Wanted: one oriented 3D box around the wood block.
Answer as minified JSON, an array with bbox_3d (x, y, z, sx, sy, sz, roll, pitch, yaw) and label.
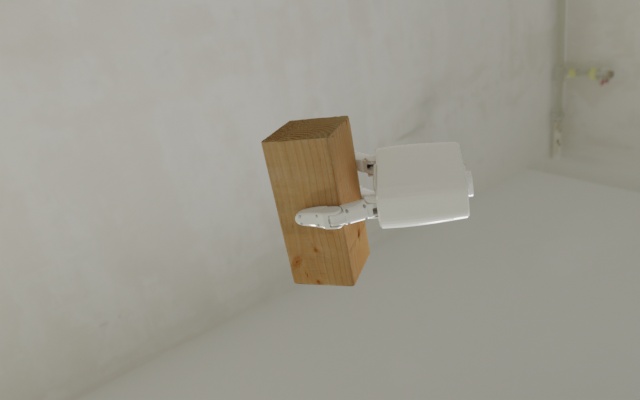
[{"bbox_3d":[0.000,0.002,0.636,0.090,0.206,0.090,-1,25,22],"label":"wood block"}]
